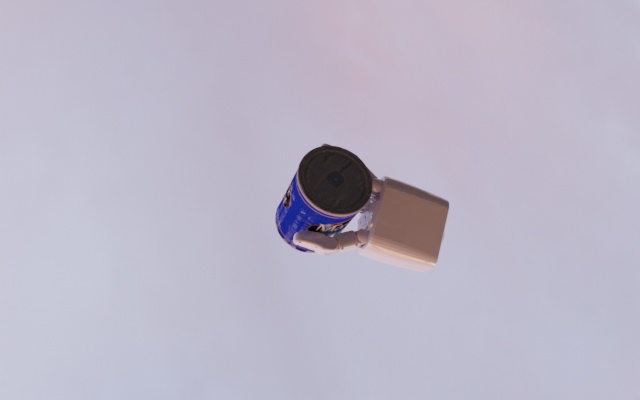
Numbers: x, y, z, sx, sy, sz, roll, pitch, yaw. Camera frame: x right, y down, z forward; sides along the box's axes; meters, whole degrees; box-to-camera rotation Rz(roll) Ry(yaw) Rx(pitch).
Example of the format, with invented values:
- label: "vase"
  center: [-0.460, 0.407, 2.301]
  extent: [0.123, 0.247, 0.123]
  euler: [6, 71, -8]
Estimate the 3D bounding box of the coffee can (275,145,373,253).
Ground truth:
- label: "coffee can"
  center: [0.000, 0.002, 0.677]
  extent: [0.103, 0.102, 0.140]
  euler: [0, -26, -19]
